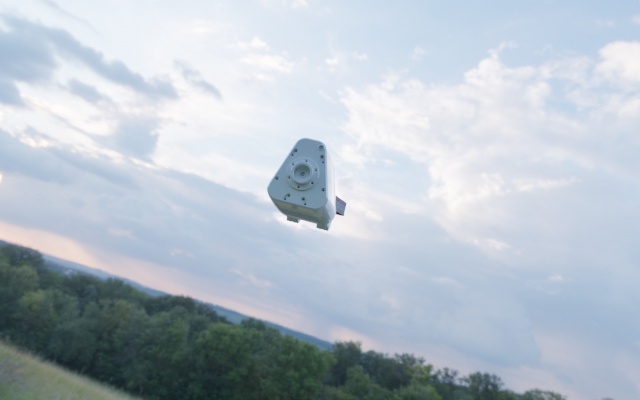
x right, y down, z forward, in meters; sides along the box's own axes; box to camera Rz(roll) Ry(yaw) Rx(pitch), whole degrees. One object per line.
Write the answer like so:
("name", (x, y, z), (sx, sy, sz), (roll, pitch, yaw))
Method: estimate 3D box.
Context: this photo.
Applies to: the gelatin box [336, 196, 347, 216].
("gelatin box", (0.000, 0.002, 0.879), (0.073, 0.030, 0.089), (11, -7, 22))
